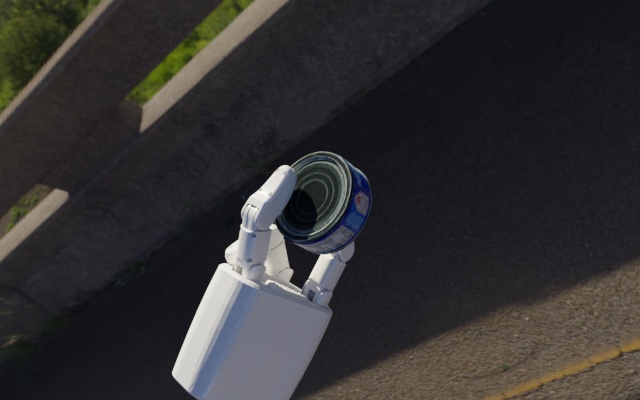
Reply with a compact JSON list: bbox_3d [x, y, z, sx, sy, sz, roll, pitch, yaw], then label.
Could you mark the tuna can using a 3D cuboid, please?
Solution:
[{"bbox_3d":[0.000,0.001,0.415,0.086,0.086,0.034,0,-21,37],"label":"tuna can"}]
